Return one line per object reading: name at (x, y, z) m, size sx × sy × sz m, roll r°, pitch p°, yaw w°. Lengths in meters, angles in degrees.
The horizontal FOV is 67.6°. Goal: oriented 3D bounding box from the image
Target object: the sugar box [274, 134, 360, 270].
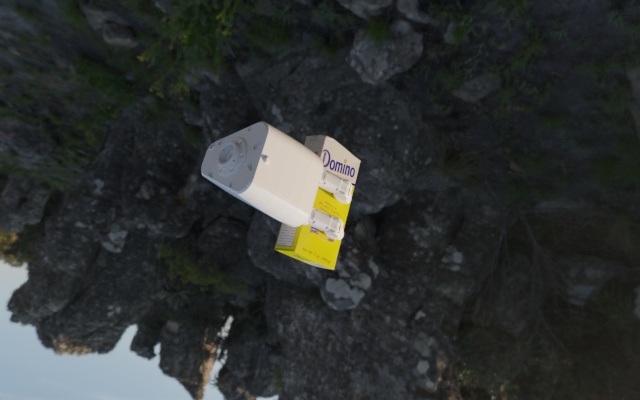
sugar box at (0.000, 0.002, 0.692) m, size 0.048 × 0.176 × 0.093 m, roll 3°, pitch -19°, yaw 41°
